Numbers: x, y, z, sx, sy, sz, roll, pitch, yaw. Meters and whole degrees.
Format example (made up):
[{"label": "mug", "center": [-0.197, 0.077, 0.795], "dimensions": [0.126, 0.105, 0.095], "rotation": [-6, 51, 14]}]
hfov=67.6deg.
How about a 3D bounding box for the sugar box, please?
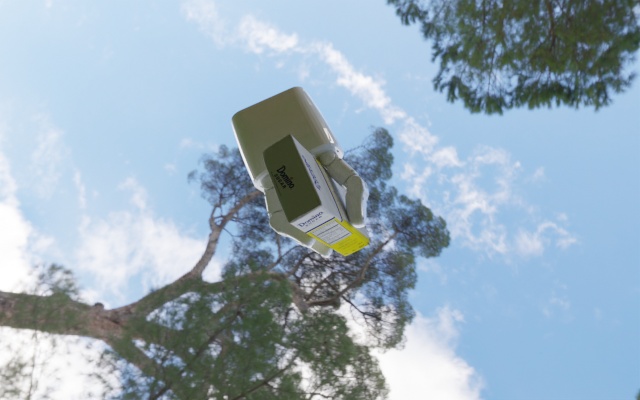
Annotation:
[{"label": "sugar box", "center": [0.000, 0.002, 0.558], "dimensions": [0.048, 0.093, 0.176], "rotation": [-30, -27, 13]}]
